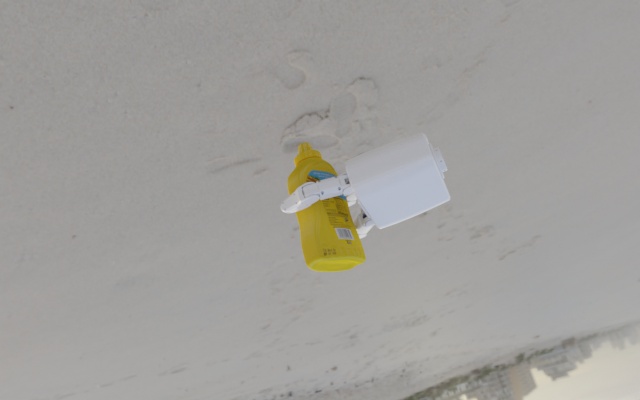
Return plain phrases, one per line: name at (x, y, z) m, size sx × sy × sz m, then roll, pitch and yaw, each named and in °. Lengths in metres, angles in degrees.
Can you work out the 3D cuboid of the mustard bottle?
mustard bottle at (0.000, 0.003, 0.672) m, size 0.096 × 0.191 × 0.058 m, roll 9°, pitch -33°, yaw -45°
